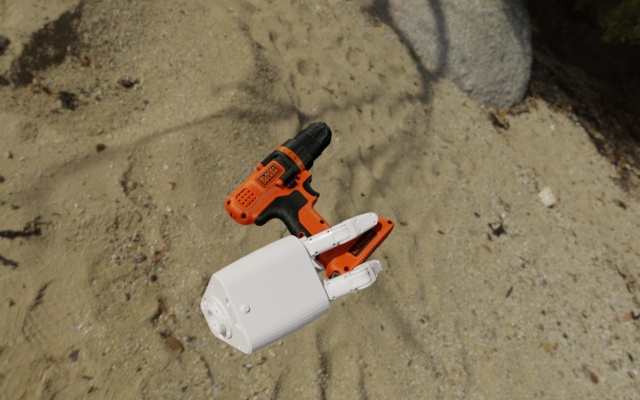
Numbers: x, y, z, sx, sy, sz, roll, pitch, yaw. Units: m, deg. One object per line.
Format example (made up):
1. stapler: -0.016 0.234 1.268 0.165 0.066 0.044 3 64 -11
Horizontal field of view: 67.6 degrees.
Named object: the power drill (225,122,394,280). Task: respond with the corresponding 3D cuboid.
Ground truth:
1. power drill: 0.000 0.002 0.619 0.187 0.184 0.057 39 -20 13
